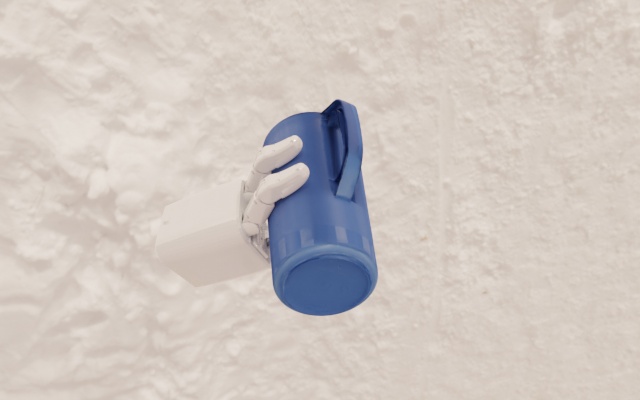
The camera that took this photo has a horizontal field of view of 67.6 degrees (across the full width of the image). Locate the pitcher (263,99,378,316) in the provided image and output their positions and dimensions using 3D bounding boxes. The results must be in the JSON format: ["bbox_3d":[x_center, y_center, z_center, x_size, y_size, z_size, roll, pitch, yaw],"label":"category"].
[{"bbox_3d":[0.000,0.002,0.561,0.145,0.149,0.242,-17,40,8],"label":"pitcher"}]
